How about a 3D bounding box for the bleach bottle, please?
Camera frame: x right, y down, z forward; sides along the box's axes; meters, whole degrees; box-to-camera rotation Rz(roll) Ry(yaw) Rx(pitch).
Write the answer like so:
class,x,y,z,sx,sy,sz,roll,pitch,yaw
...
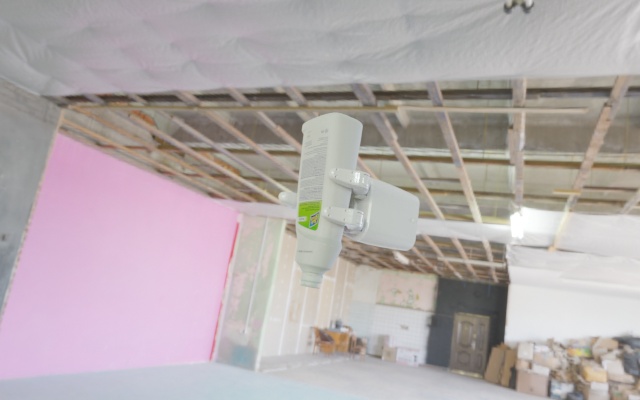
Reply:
class,x,y,z,sx,sy,sz,roll,pitch,yaw
bleach bottle,0.000,0.002,0.708,0.068,0.250,0.102,17,-14,-32
